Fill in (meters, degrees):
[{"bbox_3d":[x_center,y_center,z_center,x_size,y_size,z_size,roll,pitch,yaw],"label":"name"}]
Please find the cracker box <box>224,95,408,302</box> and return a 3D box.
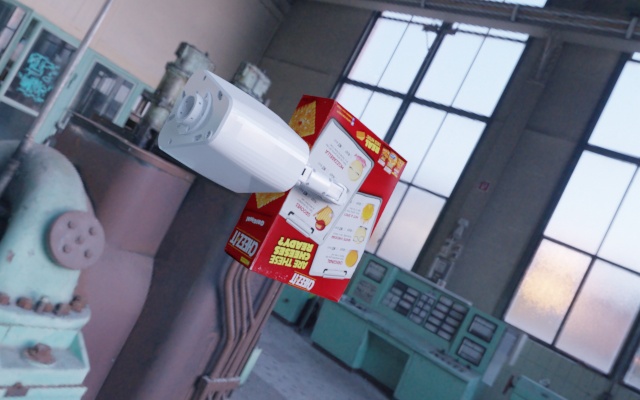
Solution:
[{"bbox_3d":[0.000,0.002,0.602,0.164,0.213,0.072,30,-5,-43],"label":"cracker box"}]
